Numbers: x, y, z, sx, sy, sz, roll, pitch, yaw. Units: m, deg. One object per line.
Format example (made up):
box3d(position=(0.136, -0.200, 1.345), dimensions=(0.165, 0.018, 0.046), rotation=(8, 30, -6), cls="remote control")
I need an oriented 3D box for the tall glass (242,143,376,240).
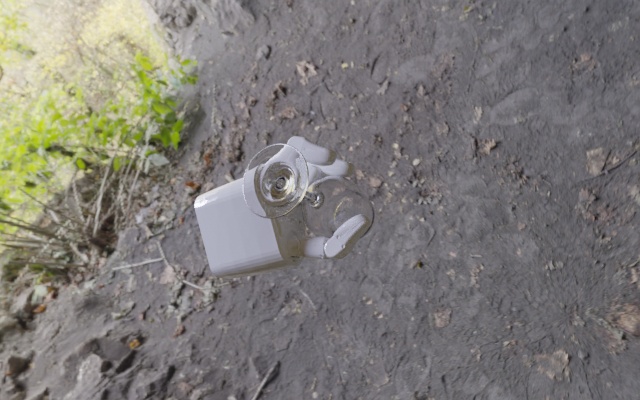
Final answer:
box3d(position=(0.000, 0.002, 0.541), dimensions=(0.079, 0.079, 0.201), rotation=(0, -12, 28), cls="tall glass")
